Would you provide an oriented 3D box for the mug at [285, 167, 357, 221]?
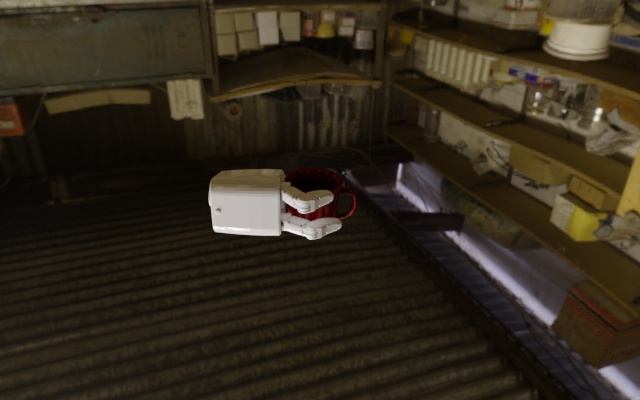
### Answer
[{"bbox_3d":[0.002,0.003,0.778,0.117,0.081,0.093,2,29,-1],"label":"mug"}]
